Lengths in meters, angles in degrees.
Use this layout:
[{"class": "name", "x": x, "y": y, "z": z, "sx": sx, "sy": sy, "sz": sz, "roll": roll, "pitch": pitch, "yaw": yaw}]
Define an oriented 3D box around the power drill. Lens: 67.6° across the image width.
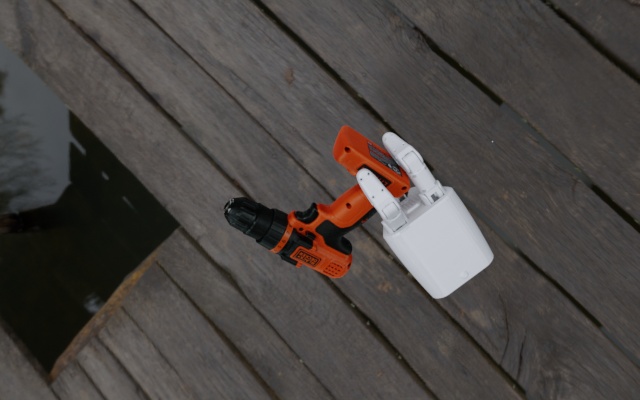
[{"class": "power drill", "x": 0.001, "y": 0.002, "z": 0.581, "sx": 0.184, "sy": 0.188, "sz": 0.057, "roll": 28, "pitch": 31, "yaw": -24}]
